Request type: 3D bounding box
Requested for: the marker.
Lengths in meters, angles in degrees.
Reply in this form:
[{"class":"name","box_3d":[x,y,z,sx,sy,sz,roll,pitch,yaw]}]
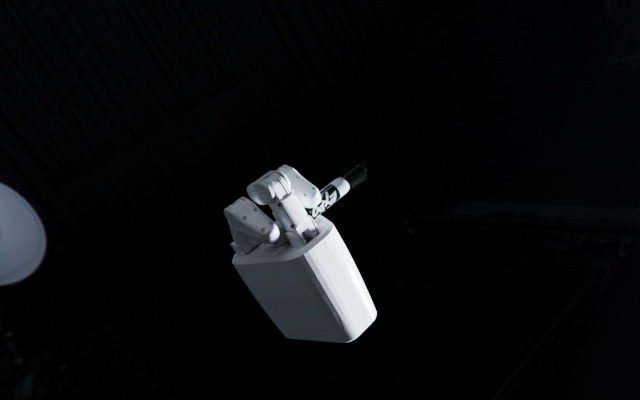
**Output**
[{"class":"marker","box_3d":[0.000,0.001,0.454,0.121,0.020,0.020,-38,18,-25]}]
